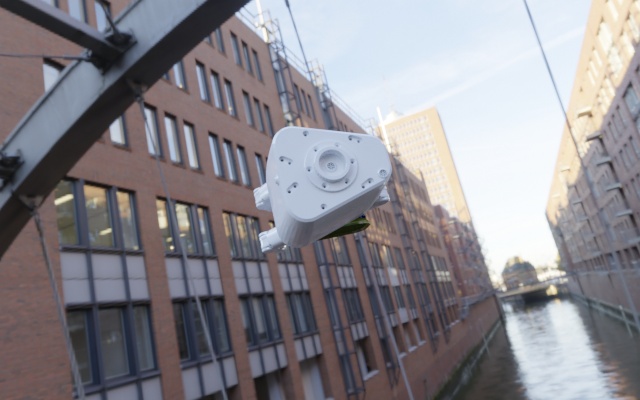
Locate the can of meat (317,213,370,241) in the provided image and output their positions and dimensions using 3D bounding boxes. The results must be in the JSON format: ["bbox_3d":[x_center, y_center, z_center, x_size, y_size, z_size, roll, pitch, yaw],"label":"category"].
[{"bbox_3d":[0.000,0.002,0.581,0.102,0.084,0.057,-11,-14,-8],"label":"can of meat"}]
